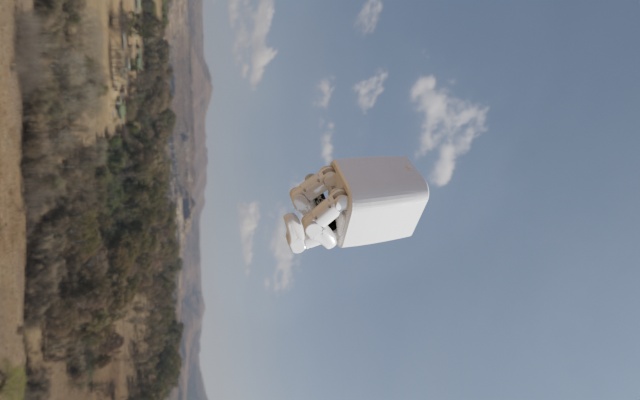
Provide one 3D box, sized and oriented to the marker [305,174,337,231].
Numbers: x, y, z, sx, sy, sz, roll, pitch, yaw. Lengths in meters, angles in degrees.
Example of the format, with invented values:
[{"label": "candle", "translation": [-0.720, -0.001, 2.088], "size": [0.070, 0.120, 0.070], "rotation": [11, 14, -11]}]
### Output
[{"label": "marker", "translation": [0.000, 0.002, 0.664], "size": [0.020, 0.020, 0.121], "rotation": [0, 35, -17]}]
